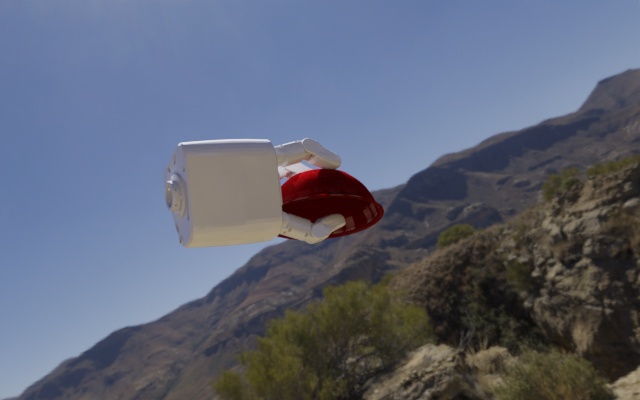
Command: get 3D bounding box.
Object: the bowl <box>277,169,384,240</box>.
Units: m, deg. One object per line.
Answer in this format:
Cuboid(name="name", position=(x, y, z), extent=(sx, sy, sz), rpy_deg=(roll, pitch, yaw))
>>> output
Cuboid(name="bowl", position=(0.001, 0.002, 0.632), extent=(0.162, 0.055, 0.162), rpy_deg=(-5, -23, -2))
